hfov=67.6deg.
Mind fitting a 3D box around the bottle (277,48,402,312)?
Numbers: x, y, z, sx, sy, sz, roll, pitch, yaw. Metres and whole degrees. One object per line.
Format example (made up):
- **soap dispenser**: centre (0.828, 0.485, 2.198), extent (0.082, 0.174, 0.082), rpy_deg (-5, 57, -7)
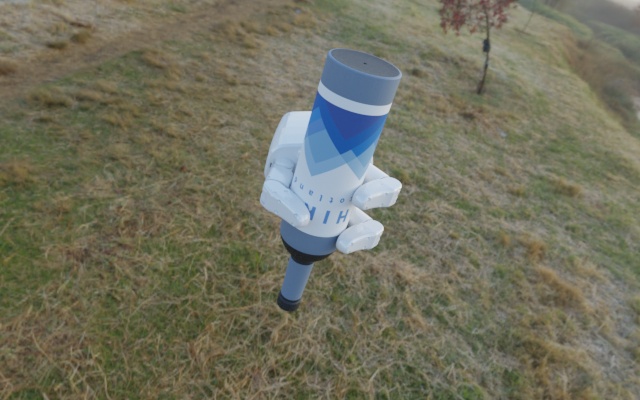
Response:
- **bottle**: centre (0.000, 0.001, 0.485), extent (0.069, 0.296, 0.069), rpy_deg (13, 32, -8)
